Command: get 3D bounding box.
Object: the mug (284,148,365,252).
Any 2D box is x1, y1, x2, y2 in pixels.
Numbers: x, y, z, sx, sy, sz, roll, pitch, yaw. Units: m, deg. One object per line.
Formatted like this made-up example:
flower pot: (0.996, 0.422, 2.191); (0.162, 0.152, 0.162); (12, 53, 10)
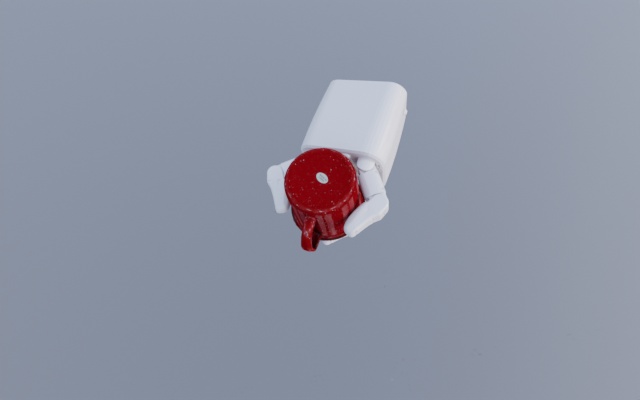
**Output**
mug: (0.000, 0.003, 0.551); (0.093, 0.117, 0.081); (16, -18, 14)
